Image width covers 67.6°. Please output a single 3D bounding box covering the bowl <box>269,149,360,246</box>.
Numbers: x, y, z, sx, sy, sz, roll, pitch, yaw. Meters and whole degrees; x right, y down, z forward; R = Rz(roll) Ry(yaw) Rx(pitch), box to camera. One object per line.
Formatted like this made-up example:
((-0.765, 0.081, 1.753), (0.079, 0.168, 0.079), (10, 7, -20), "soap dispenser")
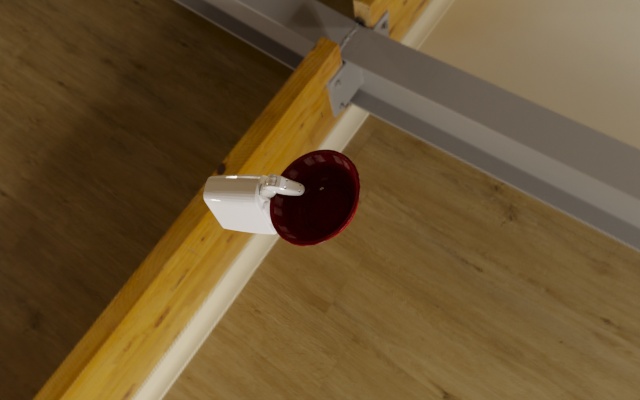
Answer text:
((0.001, 0.003, 0.757), (0.162, 0.162, 0.055), (0, -22, 31), "bowl")
